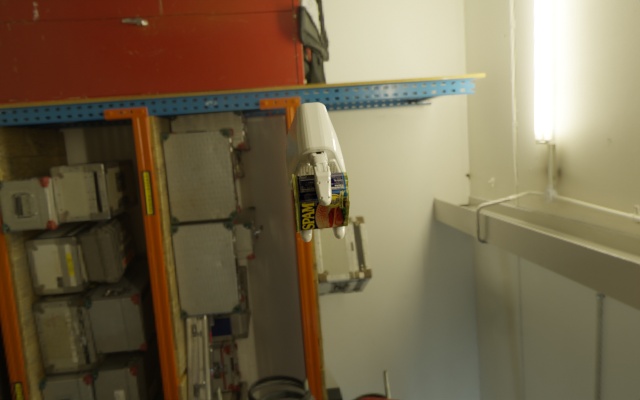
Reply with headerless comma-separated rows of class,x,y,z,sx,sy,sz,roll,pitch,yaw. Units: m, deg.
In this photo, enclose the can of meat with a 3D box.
can of meat,0.000,0.002,0.744,0.084,0.057,0.102,-5,-38,-5
